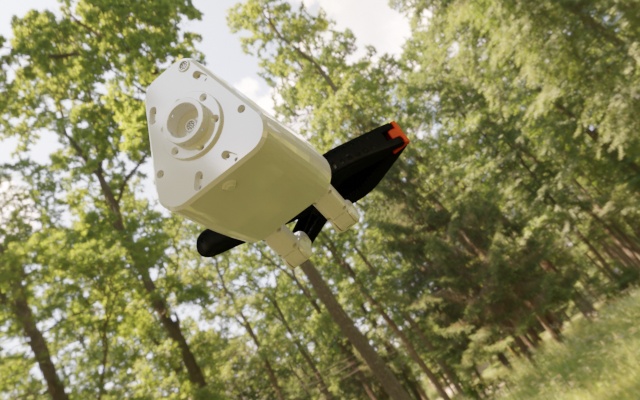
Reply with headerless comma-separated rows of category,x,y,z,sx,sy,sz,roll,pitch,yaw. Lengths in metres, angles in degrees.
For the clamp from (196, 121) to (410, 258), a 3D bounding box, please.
clamp,0.000,0.001,0.478,0.210,0.036,0.164,-36,-23,10
